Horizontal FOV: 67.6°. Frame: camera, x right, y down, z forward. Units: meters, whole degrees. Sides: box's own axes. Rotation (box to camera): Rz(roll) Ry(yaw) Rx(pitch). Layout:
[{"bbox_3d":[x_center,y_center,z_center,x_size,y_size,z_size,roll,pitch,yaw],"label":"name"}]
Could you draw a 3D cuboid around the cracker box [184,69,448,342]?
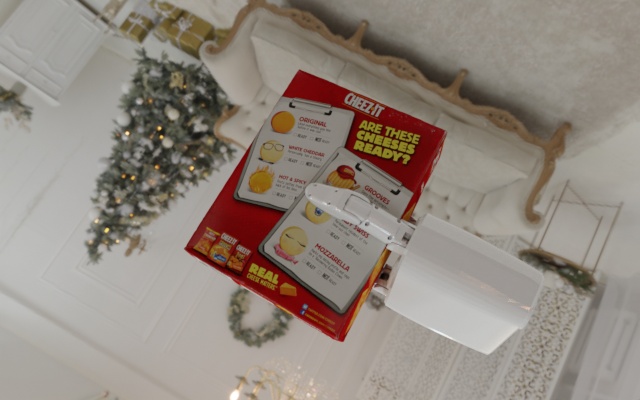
[{"bbox_3d":[0.000,0.002,0.465,0.164,0.213,0.072,27,-14,15],"label":"cracker box"}]
